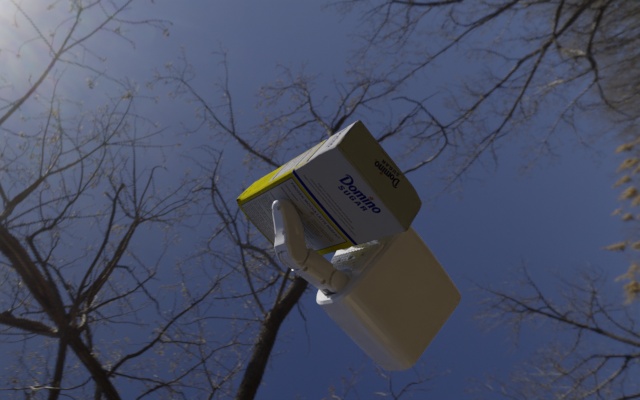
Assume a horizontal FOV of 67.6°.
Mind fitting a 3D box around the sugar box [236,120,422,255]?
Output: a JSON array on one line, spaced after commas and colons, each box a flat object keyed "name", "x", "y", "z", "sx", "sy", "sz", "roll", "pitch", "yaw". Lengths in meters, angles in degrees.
[{"name": "sugar box", "x": 0.000, "y": 0.001, "z": 0.447, "sx": 0.176, "sy": 0.093, "sz": 0.048, "roll": -24, "pitch": 22, "yaw": 48}]
